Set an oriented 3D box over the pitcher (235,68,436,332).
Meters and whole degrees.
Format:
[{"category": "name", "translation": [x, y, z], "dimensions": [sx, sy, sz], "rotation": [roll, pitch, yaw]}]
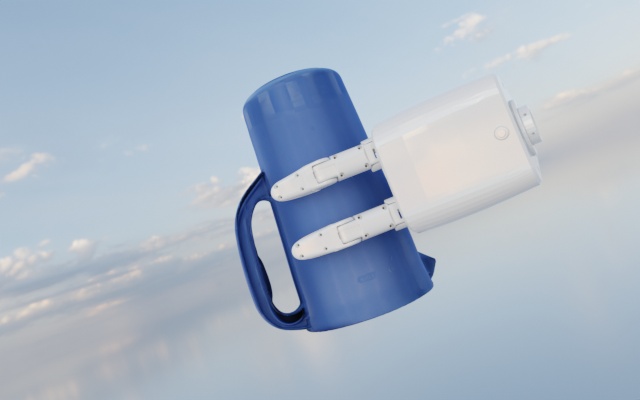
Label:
[{"category": "pitcher", "translation": [0.000, 0.001, 0.478], "dimensions": [0.145, 0.243, 0.149], "rotation": [-23, -5, 29]}]
